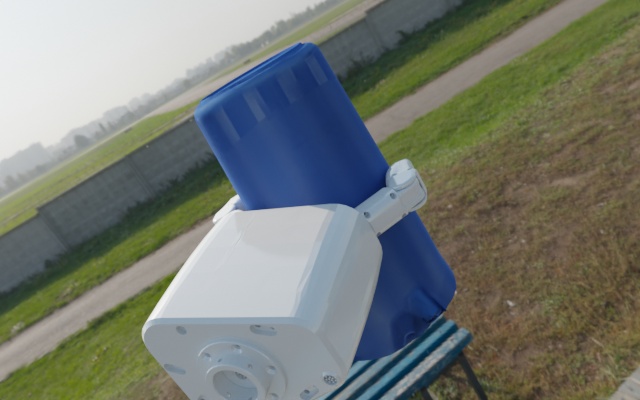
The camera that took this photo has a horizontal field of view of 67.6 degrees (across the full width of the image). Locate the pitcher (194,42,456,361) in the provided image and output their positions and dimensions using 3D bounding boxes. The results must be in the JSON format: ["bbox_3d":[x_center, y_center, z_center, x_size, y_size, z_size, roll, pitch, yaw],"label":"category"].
[{"bbox_3d":[0.000,0.001,0.407,0.149,0.243,0.145,-21,21,25],"label":"pitcher"}]
